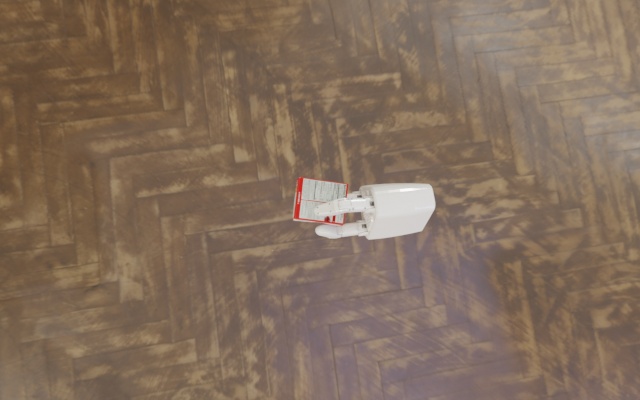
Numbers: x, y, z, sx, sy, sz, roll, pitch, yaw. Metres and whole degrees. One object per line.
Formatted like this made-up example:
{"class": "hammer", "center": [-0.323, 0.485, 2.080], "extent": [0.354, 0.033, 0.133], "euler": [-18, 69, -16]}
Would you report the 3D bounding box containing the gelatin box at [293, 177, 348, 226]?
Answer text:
{"class": "gelatin box", "center": [0.000, 0.003, 0.821], "extent": [0.089, 0.073, 0.030], "euler": [7, -8, -10]}
